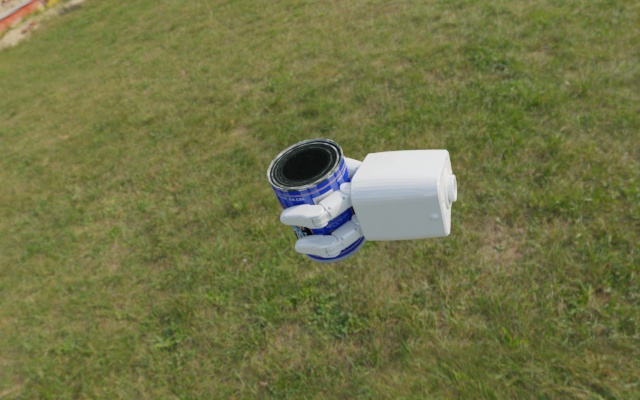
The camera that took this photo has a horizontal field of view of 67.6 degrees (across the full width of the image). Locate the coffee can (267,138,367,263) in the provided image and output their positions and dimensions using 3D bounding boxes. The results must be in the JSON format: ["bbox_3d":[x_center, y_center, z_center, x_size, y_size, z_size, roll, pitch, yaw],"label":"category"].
[{"bbox_3d":[0.000,0.002,0.652,0.103,0.140,0.102,-13,40,11],"label":"coffee can"}]
